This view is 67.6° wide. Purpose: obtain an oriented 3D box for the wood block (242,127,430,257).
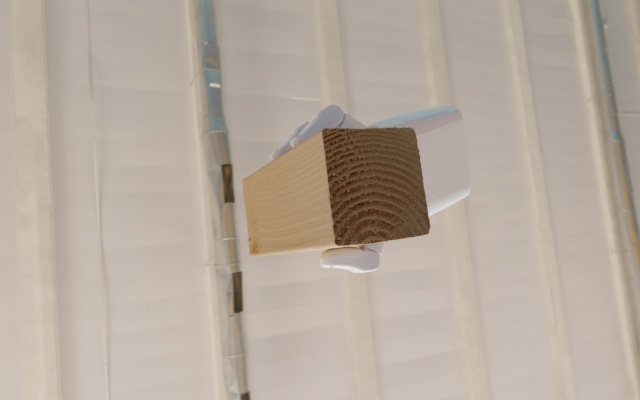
[{"bbox_3d":[0.000,0.002,0.459,0.090,0.091,0.206,-5,-6,-26],"label":"wood block"}]
